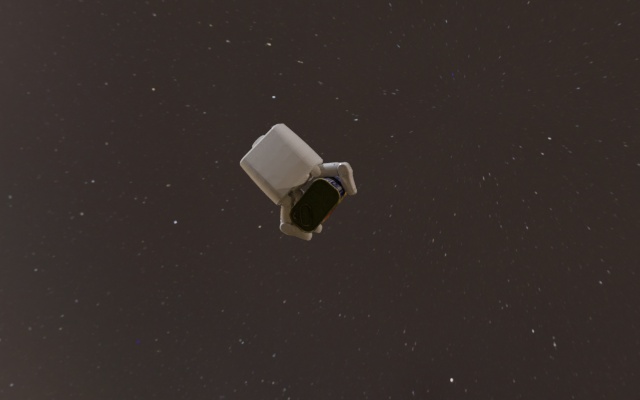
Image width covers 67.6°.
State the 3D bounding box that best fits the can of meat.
[{"bbox_3d":[0.000,0.003,0.873,0.057,0.102,0.084,41,19,5],"label":"can of meat"}]
